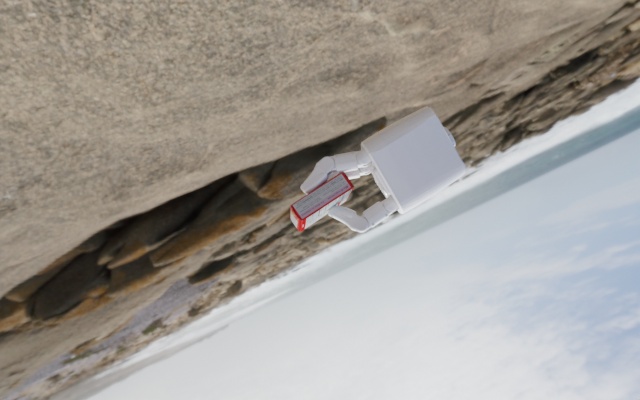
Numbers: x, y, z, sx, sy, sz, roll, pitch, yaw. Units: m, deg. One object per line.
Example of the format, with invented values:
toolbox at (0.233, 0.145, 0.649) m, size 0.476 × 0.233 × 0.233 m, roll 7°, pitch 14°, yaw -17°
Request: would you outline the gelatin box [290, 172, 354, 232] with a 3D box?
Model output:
gelatin box at (0.000, 0.003, 0.670) m, size 0.089 × 0.030 × 0.073 m, roll -34°, pitch -10°, yaw -12°
